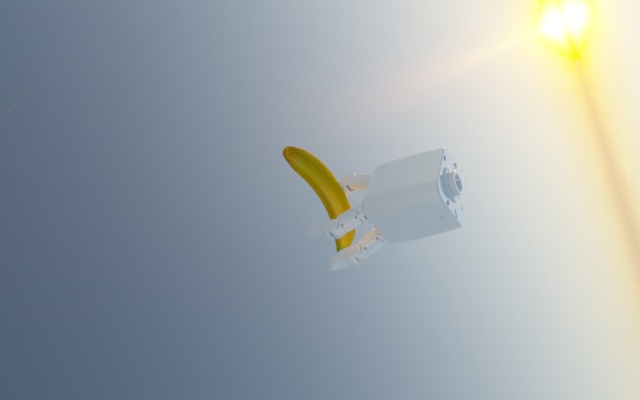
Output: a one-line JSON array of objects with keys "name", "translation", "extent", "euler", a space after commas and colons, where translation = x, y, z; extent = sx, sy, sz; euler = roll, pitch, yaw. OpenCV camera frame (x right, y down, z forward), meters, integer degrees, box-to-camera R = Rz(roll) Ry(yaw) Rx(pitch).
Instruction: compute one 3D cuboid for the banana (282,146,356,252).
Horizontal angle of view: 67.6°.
[{"name": "banana", "translation": [0.009, -0.004, 0.703], "extent": [0.037, 0.198, 0.069], "euler": [-14, 24, 32]}]
